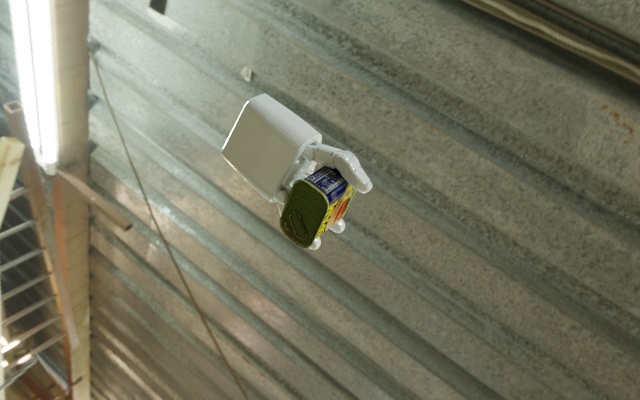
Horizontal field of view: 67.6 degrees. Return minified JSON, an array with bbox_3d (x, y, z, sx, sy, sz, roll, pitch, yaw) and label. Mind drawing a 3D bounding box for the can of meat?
[{"bbox_3d":[0.000,0.002,0.644,0.057,0.102,0.084,38,43,16],"label":"can of meat"}]
